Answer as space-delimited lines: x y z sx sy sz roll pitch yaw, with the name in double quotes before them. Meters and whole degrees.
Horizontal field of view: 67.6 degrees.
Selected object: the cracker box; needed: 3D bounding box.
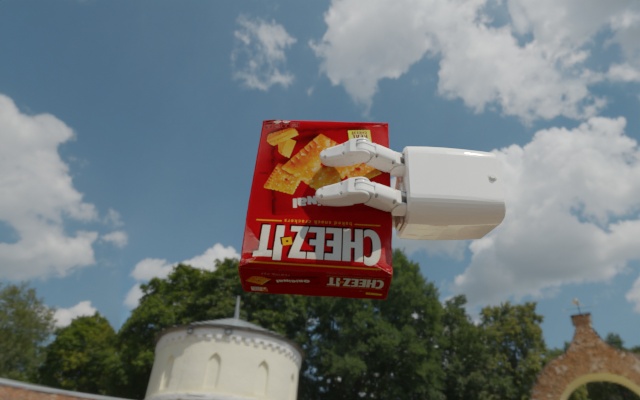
"cracker box" 0.000 0.002 0.570 0.164 0.213 0.072 3 -34 2
